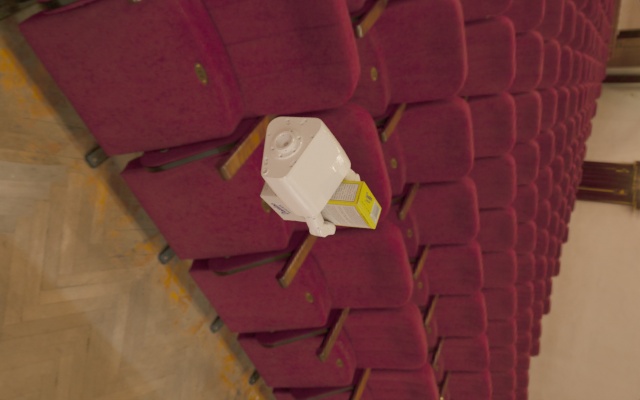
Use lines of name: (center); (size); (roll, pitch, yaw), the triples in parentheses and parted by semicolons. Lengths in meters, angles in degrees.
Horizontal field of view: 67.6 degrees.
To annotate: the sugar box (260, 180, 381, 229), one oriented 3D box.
sugar box: (0.000, 0.002, 0.775); (0.176, 0.048, 0.093); (7, -25, 29)
